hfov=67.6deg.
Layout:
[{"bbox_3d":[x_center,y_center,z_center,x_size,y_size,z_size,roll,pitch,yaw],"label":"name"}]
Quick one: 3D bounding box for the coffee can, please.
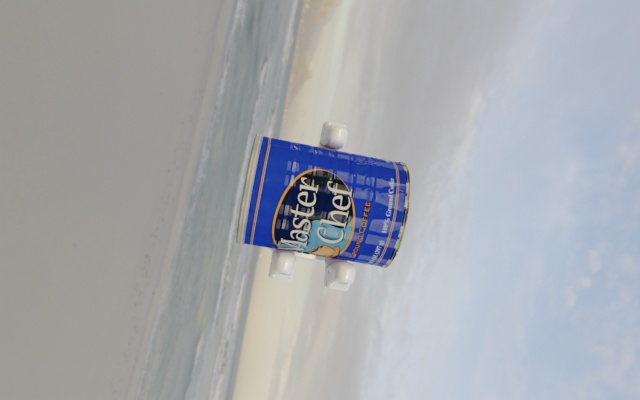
[{"bbox_3d":[0.000,0.001,0.447,0.140,0.103,0.103,10,-1,-6],"label":"coffee can"}]
